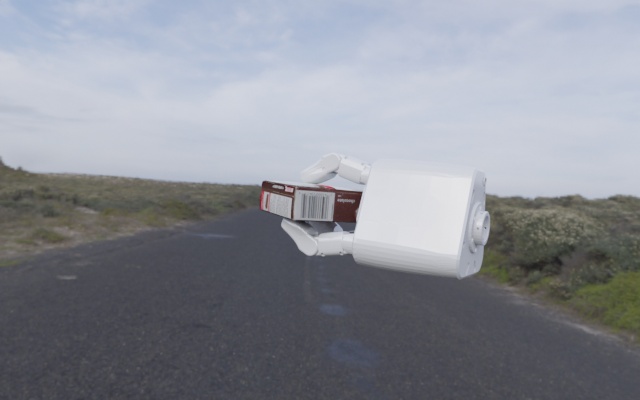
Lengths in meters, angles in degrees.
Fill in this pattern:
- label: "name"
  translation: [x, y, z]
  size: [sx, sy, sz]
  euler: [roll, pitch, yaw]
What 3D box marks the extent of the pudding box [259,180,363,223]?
- label: "pudding box"
  translation: [0.000, 0.002, 0.539]
  size: [0.113, 0.039, 0.090]
  euler: [6, 2, -30]
